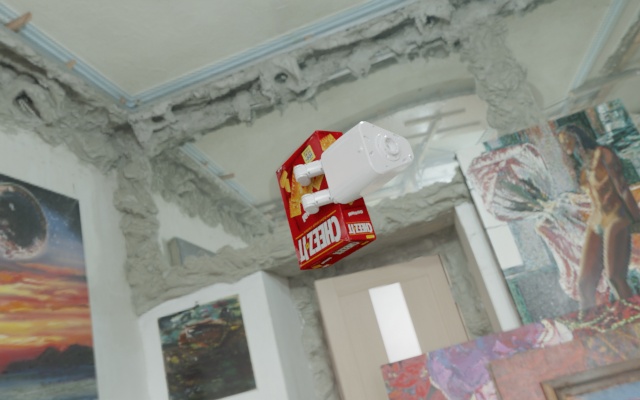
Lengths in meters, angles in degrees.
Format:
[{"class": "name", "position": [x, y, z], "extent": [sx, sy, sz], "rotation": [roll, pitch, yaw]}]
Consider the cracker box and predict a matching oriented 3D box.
[{"class": "cracker box", "position": [0.000, 0.003, 0.886], "extent": [0.072, 0.213, 0.164], "rotation": [-1, -24, -36]}]
